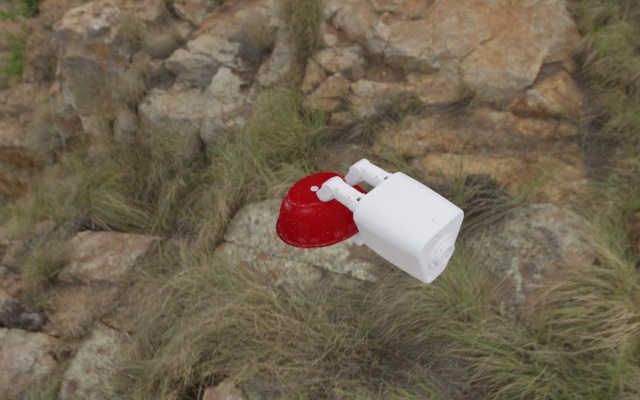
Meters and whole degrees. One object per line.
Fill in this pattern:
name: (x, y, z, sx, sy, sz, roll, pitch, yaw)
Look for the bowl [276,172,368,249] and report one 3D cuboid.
bowl: (-0.001, 0.002, 0.742, 0.162, 0.055, 0.162, -13, 32, 8)
